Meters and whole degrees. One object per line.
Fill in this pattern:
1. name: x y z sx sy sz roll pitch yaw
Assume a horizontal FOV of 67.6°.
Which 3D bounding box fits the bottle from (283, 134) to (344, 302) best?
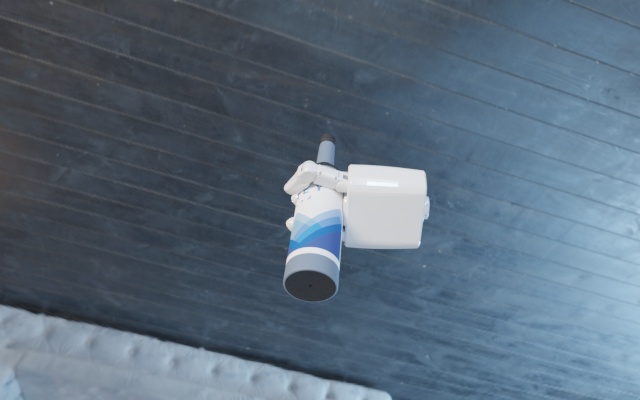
1. bottle: 0.000 0.002 0.677 0.069 0.069 0.295 0 43 7
